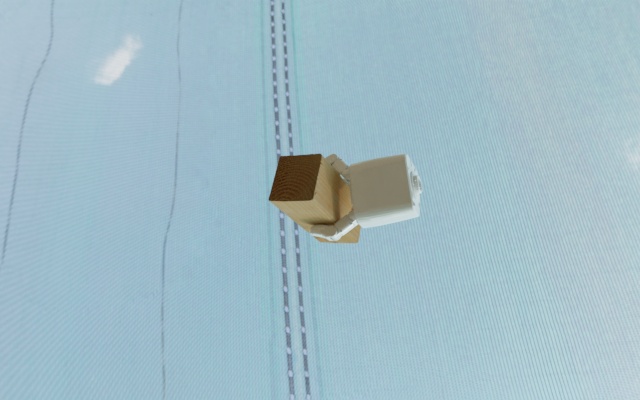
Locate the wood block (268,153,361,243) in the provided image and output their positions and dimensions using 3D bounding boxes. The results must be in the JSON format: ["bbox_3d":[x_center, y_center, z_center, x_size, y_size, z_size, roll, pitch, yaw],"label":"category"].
[{"bbox_3d":[0.000,0.003,0.897,0.090,0.090,0.206,-1,-25,28],"label":"wood block"}]
